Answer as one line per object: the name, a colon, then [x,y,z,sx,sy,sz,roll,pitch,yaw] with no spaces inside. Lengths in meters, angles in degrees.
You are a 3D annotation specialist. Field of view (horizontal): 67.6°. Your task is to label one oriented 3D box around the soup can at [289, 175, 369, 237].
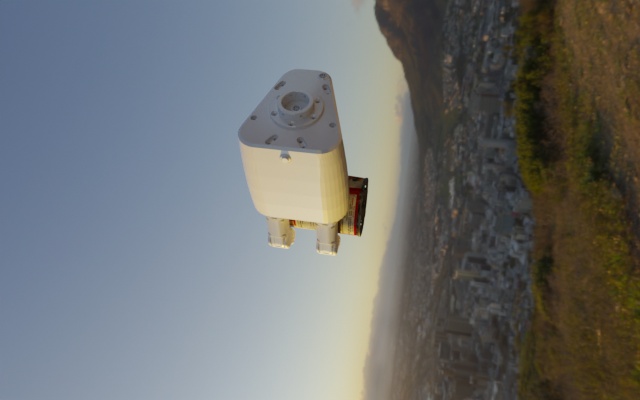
soup can: [0.000,0.002,0.549,0.102,0.068,0.068,7,1,9]
